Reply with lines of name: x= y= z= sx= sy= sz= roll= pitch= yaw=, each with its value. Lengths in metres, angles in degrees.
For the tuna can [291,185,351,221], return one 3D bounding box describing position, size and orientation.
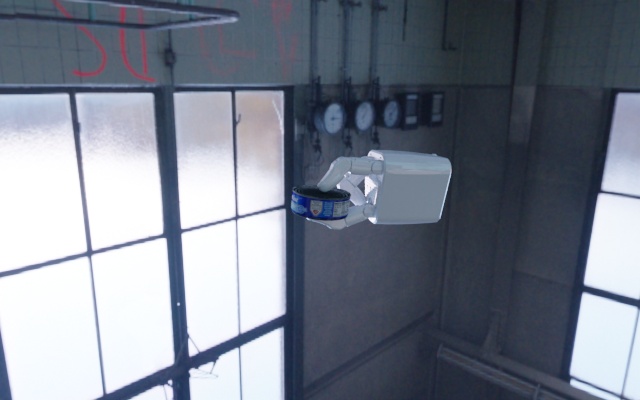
tuna can: x=0.000 y=0.003 z=0.696 sx=0.086 sy=0.034 sz=0.086 roll=6 pitch=13 yaw=-1
